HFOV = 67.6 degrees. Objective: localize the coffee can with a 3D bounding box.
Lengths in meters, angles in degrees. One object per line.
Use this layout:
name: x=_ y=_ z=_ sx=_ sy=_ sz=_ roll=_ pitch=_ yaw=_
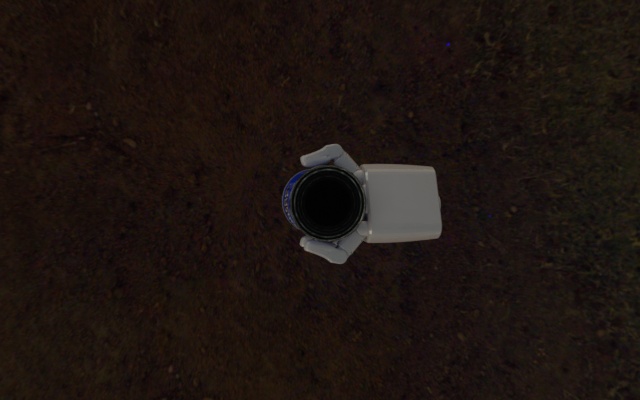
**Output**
coffee can: x=0.000 y=0.002 z=0.692 sx=0.103 sy=0.103 sz=0.140 roll=0 pitch=1 yaw=-8
